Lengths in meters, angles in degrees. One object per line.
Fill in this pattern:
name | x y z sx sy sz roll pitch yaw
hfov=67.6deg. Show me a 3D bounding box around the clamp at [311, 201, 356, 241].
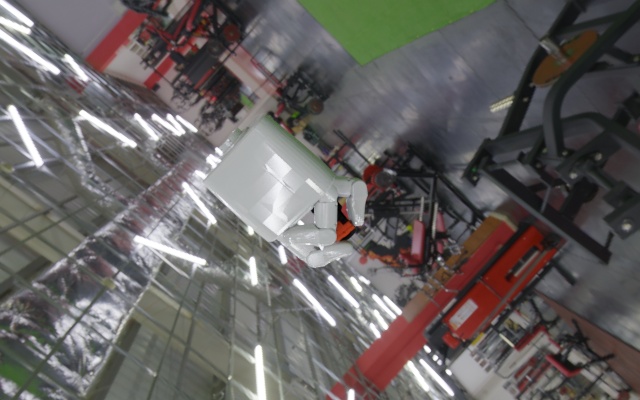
clamp | 0.000 0.003 0.643 0.120 0.039 0.171 42 1 -15
